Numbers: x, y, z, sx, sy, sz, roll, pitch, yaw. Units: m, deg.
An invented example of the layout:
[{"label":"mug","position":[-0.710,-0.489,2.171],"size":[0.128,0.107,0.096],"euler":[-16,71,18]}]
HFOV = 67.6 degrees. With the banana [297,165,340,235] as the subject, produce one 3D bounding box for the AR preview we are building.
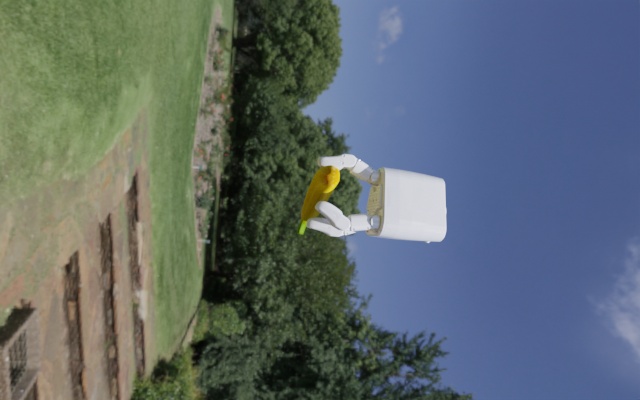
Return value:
[{"label":"banana","position":[0.001,-0.012,0.764],"size":[0.037,0.069,0.198],"euler":[12,-31,-8]}]
